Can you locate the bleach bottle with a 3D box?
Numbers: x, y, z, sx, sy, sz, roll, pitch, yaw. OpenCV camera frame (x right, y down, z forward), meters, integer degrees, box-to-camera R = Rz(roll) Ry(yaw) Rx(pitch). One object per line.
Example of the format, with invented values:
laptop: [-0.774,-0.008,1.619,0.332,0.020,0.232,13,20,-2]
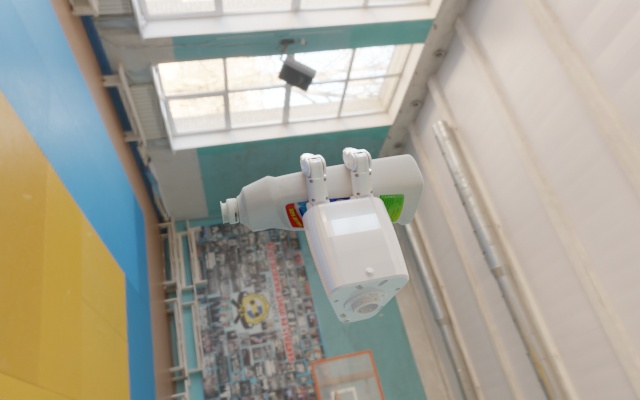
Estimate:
bleach bottle: [0.000,0.002,0.615,0.251,0.068,0.103,-9,-36,-12]
